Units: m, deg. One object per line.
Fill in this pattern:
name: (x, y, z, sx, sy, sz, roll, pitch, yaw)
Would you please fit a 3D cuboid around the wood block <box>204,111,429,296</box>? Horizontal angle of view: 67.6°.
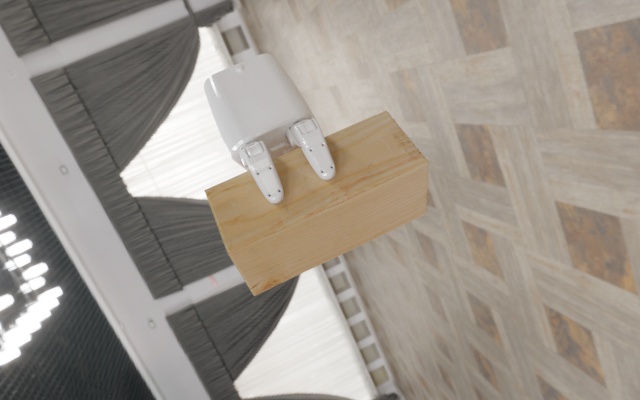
wood block: (0.000, 0.002, 0.499, 0.206, 0.090, 0.091, -25, -36, -7)
